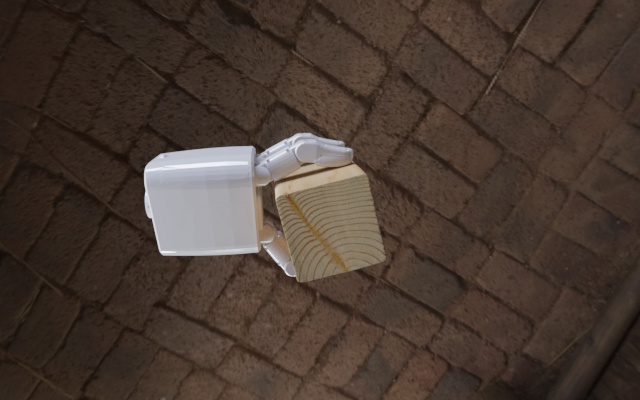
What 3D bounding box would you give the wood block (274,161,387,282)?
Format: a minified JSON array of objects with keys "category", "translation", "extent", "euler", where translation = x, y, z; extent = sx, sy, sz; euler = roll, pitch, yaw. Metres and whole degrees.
[{"category":"wood block","translation":[0.000,0.002,0.541],"extent":[0.090,0.091,0.206],"euler":[-14,16,-2]}]
